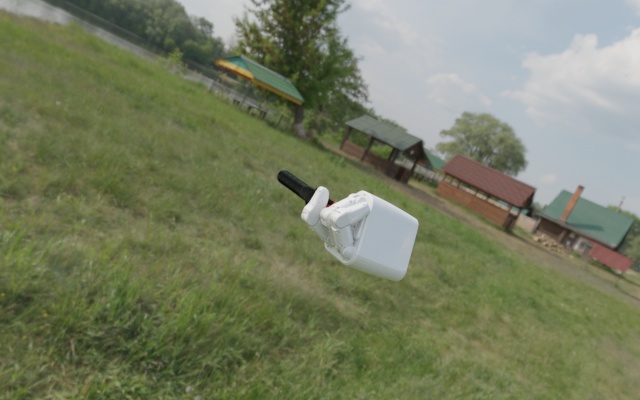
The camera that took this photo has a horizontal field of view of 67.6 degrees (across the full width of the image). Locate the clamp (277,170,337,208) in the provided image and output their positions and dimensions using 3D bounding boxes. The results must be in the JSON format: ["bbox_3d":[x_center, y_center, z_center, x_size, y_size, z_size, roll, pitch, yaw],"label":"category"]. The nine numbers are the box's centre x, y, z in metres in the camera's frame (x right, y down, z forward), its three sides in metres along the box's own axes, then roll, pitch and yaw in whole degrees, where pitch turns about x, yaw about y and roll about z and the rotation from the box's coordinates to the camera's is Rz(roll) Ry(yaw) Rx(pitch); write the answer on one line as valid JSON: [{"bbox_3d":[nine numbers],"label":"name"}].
[{"bbox_3d":[0.000,0.002,0.807,0.120,0.039,0.171,27,6,-31],"label":"clamp"}]
